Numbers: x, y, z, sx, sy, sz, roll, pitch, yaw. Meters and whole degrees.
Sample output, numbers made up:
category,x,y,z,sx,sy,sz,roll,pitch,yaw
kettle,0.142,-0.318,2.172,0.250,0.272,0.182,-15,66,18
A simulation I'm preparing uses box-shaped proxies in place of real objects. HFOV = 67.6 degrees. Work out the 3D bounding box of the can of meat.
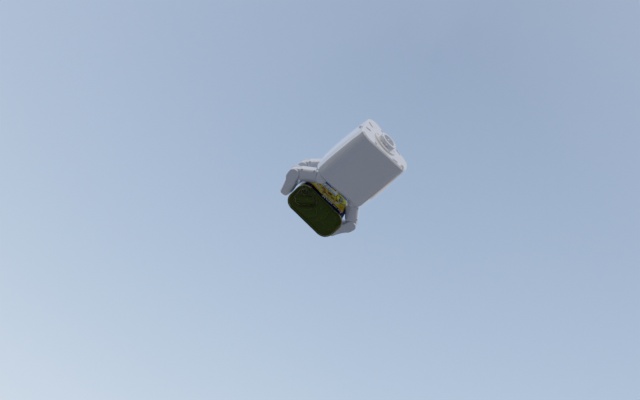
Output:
category,x,y,z,sx,sy,sz,roll,pitch,yaw
can of meat,0.000,0.003,0.858,0.057,0.102,0.084,-43,7,28
